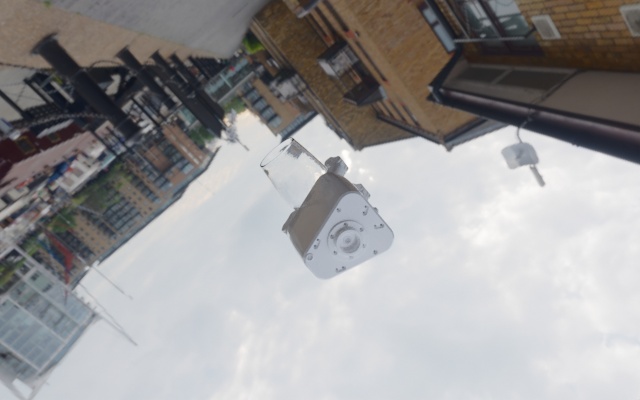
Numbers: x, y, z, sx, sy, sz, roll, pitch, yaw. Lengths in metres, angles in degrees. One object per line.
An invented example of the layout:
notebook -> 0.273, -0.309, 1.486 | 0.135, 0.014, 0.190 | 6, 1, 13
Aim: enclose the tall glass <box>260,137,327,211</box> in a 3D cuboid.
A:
tall glass -> 0.000, 0.003, 0.703 | 0.079, 0.201, 0.079 | -36, 19, 15
